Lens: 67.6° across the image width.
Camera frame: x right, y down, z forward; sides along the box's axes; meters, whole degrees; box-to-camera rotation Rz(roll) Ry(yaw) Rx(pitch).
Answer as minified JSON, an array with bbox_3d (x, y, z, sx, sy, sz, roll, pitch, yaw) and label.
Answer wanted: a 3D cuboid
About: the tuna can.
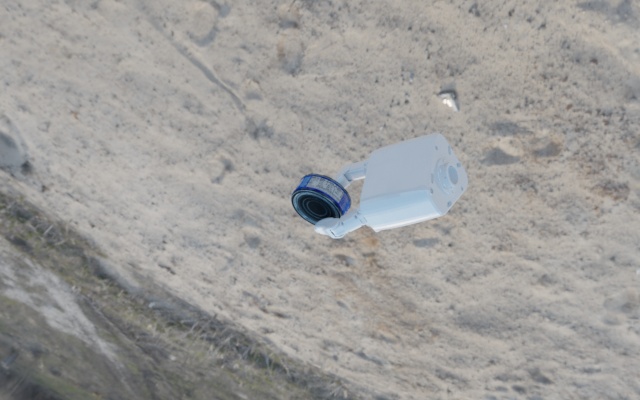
[{"bbox_3d":[0.000,0.003,0.706,0.086,0.033,0.086,20,-35,15],"label":"tuna can"}]
